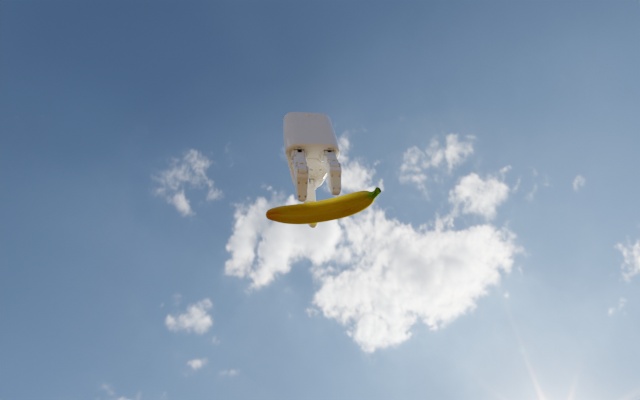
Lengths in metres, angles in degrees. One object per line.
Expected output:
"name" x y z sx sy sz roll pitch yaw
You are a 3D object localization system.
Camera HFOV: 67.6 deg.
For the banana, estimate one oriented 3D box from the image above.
"banana" 0.008 0.011 0.817 0.198 0.037 0.070 -14 -31 8
